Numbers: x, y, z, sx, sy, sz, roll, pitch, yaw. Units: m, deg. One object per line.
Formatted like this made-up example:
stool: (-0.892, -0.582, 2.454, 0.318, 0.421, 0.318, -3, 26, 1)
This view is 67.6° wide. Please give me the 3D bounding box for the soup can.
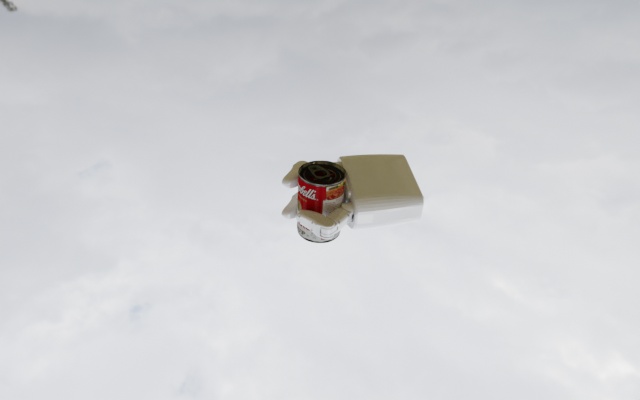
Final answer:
soup can: (0.000, 0.003, 0.692, 0.068, 0.102, 0.068, 3, 34, -2)
